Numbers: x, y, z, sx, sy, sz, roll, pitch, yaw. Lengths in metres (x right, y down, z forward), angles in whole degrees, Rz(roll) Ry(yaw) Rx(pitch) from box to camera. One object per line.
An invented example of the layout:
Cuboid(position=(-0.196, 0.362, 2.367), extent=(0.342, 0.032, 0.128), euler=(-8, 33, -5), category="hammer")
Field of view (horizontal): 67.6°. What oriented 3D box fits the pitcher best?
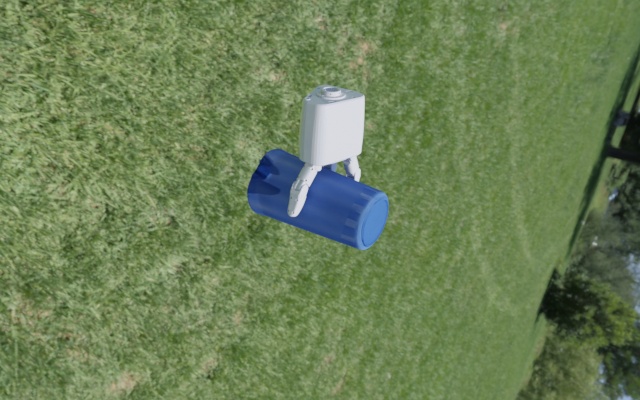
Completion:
Cuboid(position=(0.000, 0.003, 0.883), extent=(0.243, 0.145, 0.149), euler=(21, 32, 28), category="pitcher")
